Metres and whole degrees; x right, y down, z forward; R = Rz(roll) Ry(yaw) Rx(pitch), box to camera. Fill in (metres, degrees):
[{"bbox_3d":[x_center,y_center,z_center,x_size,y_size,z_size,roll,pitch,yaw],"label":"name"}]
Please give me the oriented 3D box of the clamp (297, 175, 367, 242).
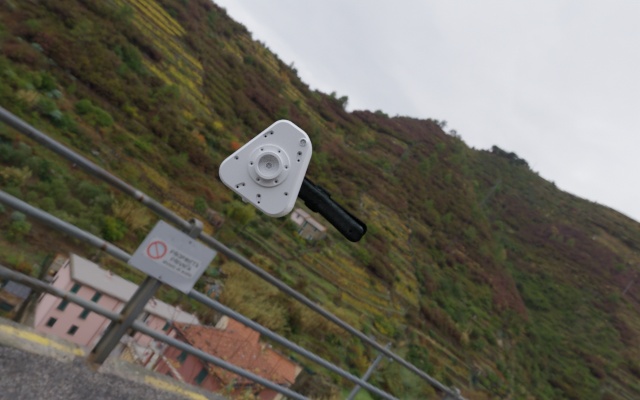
[{"bbox_3d":[0.000,0.002,0.679,0.171,0.039,0.120,36,-1,-2],"label":"clamp"}]
